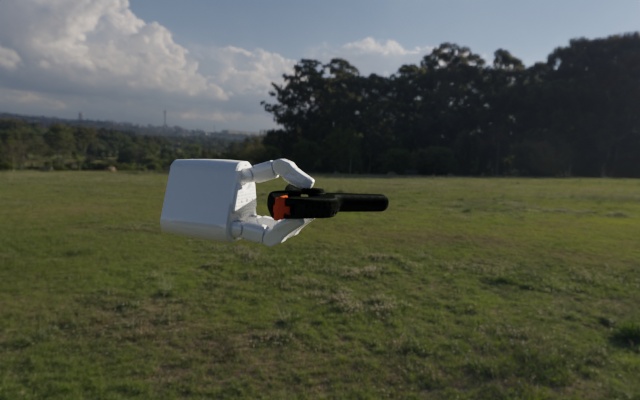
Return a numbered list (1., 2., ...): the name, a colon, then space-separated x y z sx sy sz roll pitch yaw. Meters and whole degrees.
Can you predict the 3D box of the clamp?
1. clamp: 0.000 0.001 0.642 0.164 0.036 0.210 6 7 15
